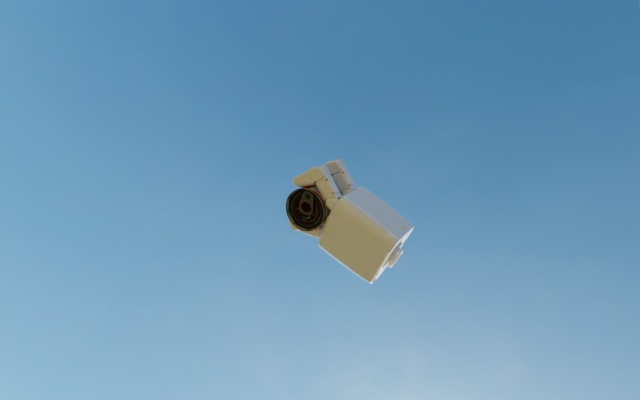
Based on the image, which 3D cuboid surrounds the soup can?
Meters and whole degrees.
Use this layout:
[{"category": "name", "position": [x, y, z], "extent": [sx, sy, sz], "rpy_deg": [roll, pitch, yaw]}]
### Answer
[{"category": "soup can", "position": [0.000, 0.002, 0.765], "extent": [0.068, 0.068, 0.102], "rpy_deg": [0, 14, 30]}]
